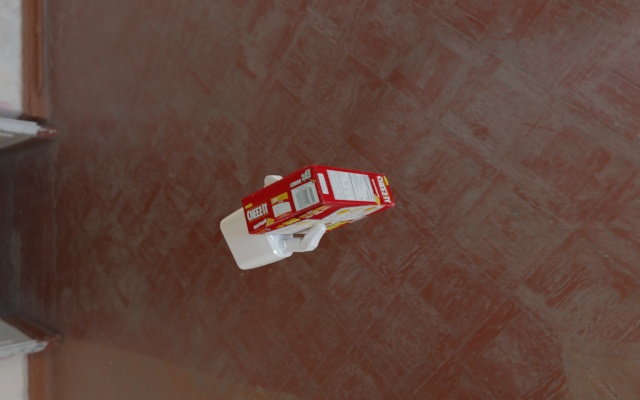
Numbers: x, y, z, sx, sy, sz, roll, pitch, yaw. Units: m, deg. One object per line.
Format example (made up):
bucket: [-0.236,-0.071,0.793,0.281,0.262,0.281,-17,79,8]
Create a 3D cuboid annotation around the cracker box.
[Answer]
cracker box: [0.000,0.003,0.818,0.164,0.072,0.214,-23,-15,35]
